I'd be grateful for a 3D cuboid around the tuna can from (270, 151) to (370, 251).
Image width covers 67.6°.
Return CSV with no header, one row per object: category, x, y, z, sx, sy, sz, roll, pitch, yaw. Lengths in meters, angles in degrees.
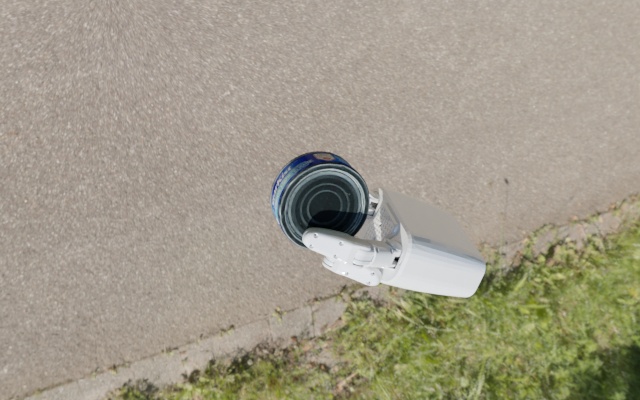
tuna can,0.000,0.002,0.427,0.086,0.086,0.033,0,21,-18
